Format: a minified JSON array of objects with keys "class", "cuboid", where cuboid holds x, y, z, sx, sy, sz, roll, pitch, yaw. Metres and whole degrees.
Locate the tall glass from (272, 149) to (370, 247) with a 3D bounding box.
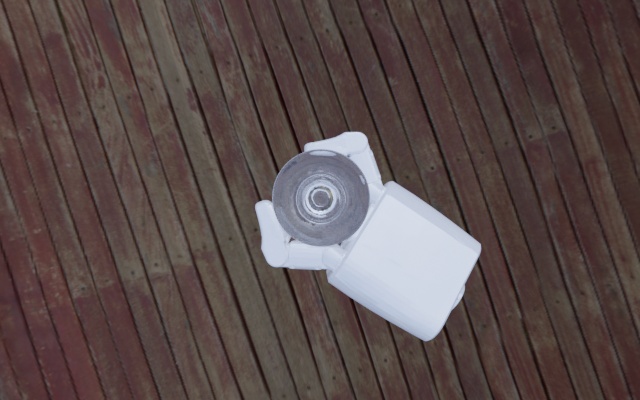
[{"class":"tall glass","cuboid":[0.000,0.001,0.459,0.079,0.079,0.201,0,-2,-1]}]
